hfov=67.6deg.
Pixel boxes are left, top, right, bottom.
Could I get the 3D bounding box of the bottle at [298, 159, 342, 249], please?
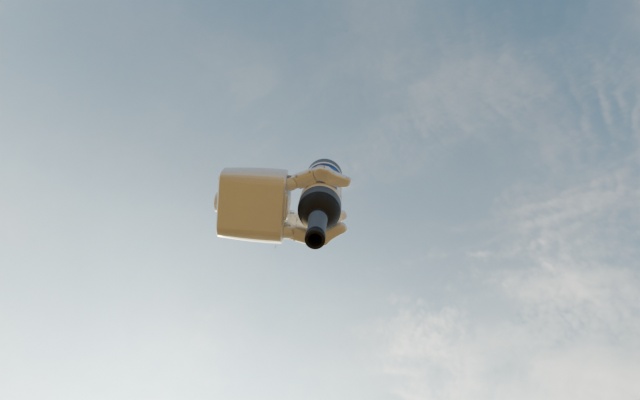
[{"bbox_3d":[0.000,0.002,0.758,0.069,0.069,0.295,0,20,3],"label":"bottle"}]
